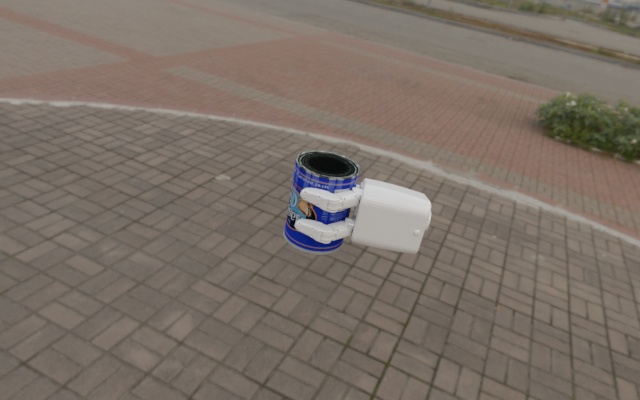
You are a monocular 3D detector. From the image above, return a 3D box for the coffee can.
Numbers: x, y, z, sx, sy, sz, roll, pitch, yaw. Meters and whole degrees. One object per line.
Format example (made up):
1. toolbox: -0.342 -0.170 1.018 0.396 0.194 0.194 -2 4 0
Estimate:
1. coffee can: 0.000 0.003 0.776 0.103 0.140 0.102 9 28 -5
